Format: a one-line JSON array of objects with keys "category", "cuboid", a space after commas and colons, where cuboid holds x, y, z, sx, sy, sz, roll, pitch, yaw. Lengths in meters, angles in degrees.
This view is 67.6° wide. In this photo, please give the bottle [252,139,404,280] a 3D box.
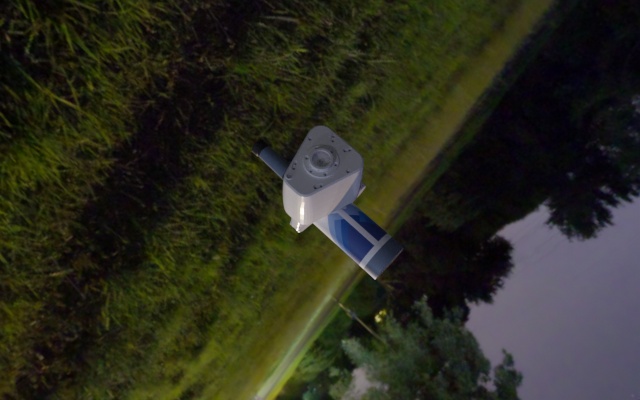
[{"category": "bottle", "cuboid": [0.000, 0.003, 0.771, 0.295, 0.069, 0.069, 42, 12, 13]}]
